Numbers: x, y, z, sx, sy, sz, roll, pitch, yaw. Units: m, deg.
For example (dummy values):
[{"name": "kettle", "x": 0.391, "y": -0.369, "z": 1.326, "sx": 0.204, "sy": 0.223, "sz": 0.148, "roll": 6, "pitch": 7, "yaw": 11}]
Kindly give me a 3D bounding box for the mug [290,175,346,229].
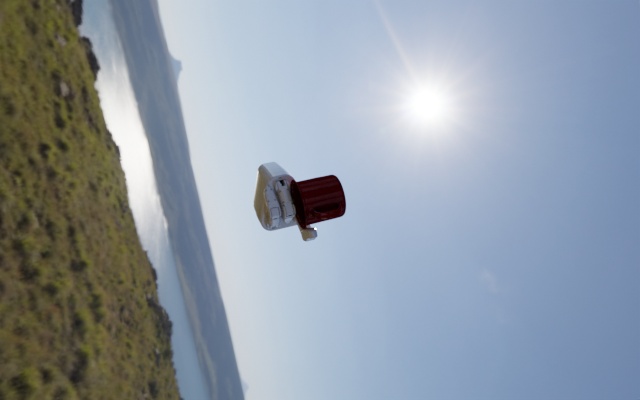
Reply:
[{"name": "mug", "x": 0.001, "y": 0.003, "z": 0.868, "sx": 0.081, "sy": 0.093, "sz": 0.117, "roll": -13, "pitch": 24, "yaw": -15}]
